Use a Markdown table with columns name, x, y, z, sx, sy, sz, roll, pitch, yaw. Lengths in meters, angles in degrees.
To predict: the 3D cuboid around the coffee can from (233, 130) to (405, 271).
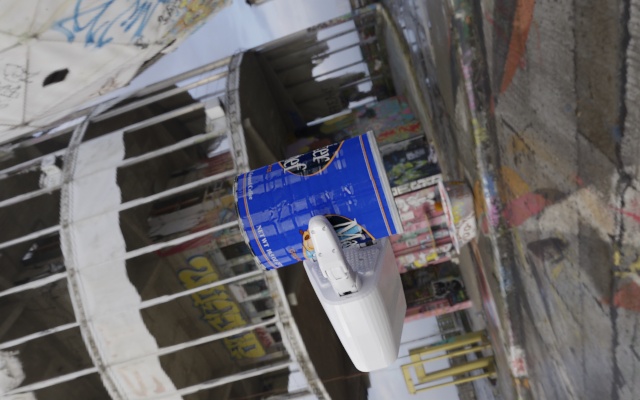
| name | x | y | z | sx | sy | sz | roll | pitch | yaw |
| --- | --- | --- | --- | --- | --- | --- | --- | --- | --- |
| coffee can | 0.000 | 0.001 | 0.469 | 0.140 | 0.103 | 0.103 | -17 | -3 | 8 |
